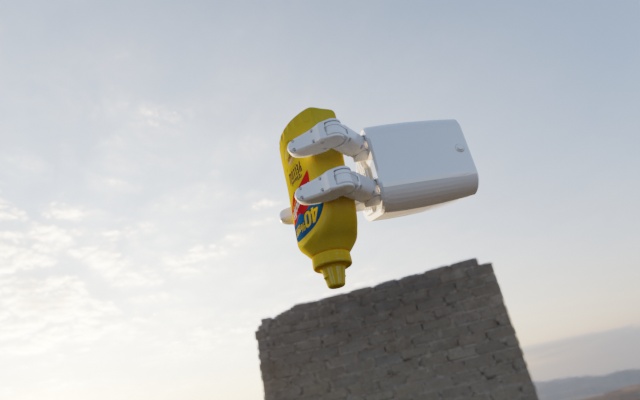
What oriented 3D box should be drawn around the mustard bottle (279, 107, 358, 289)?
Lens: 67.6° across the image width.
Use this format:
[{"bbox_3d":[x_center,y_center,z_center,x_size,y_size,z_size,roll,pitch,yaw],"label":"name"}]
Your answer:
[{"bbox_3d":[0.000,0.001,0.518,0.058,0.191,0.096,3,-29,-28],"label":"mustard bottle"}]
